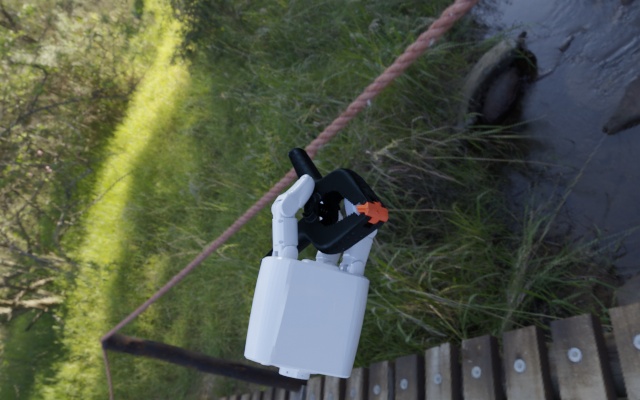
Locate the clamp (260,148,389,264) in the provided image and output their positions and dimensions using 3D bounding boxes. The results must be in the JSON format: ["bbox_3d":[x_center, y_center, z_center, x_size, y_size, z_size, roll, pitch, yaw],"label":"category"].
[{"bbox_3d":[0.000,0.002,0.545,0.036,0.164,0.210,17,-16,-31],"label":"clamp"}]
